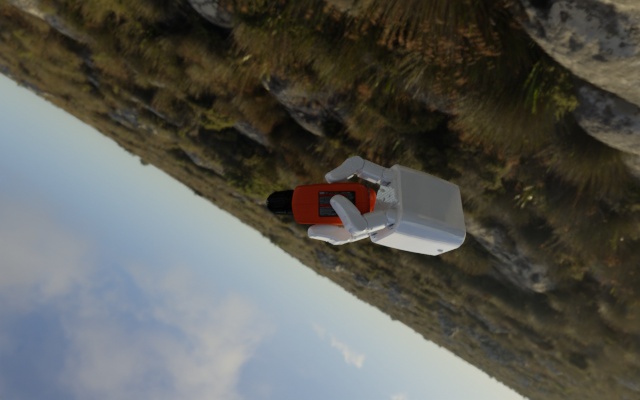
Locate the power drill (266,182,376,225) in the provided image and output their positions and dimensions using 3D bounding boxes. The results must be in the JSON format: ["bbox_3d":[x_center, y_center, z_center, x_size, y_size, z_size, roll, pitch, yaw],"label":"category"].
[{"bbox_3d":[0.000,0.002,0.731,0.184,0.057,0.187,-3,2,1],"label":"power drill"}]
